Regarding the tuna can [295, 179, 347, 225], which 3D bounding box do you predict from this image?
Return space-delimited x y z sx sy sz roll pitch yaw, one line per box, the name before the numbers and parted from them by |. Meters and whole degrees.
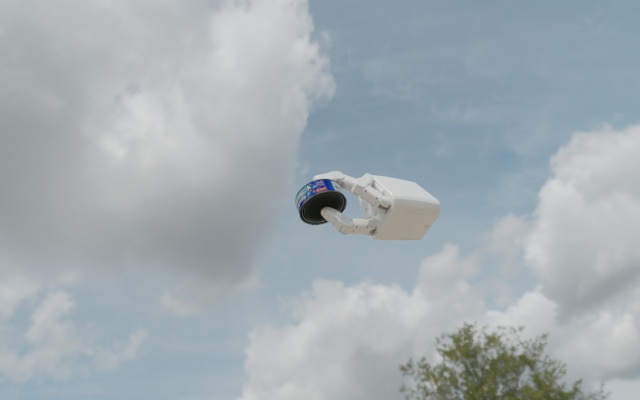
tuna can | 0.000 0.002 0.830 0.086 0.033 0.086 -13 -39 -11
